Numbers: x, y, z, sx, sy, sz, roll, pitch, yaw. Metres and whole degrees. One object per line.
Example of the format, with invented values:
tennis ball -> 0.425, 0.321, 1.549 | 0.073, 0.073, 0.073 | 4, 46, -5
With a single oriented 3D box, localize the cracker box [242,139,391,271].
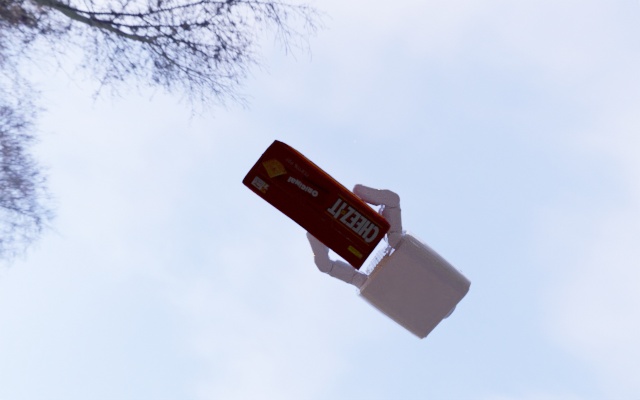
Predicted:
cracker box -> 0.000, 0.002, 0.625 | 0.164, 0.072, 0.213 | 37, 1, 1
